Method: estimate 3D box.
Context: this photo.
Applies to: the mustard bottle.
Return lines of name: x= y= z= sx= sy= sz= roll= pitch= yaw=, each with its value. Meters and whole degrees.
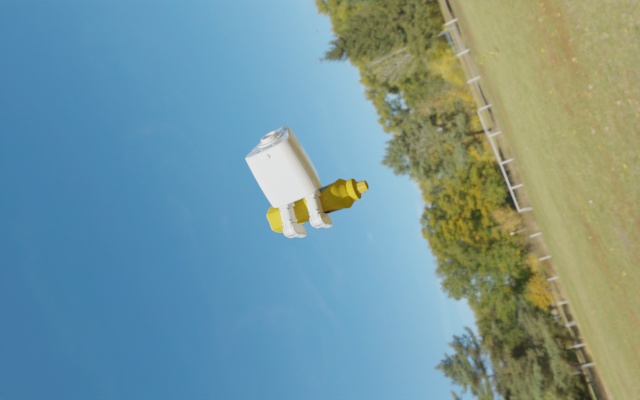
mustard bottle: x=0.000 y=0.003 z=0.894 sx=0.191 sy=0.058 sz=0.096 roll=-21 pitch=-1 yaw=21
